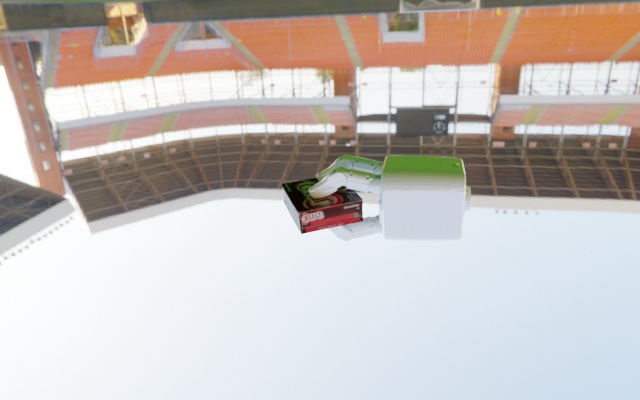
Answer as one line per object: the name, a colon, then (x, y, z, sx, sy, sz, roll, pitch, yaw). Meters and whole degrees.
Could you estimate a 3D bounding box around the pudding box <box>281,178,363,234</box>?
pudding box: (0.000, 0.002, 0.678, 0.090, 0.039, 0.113, -10, 22, -14)
